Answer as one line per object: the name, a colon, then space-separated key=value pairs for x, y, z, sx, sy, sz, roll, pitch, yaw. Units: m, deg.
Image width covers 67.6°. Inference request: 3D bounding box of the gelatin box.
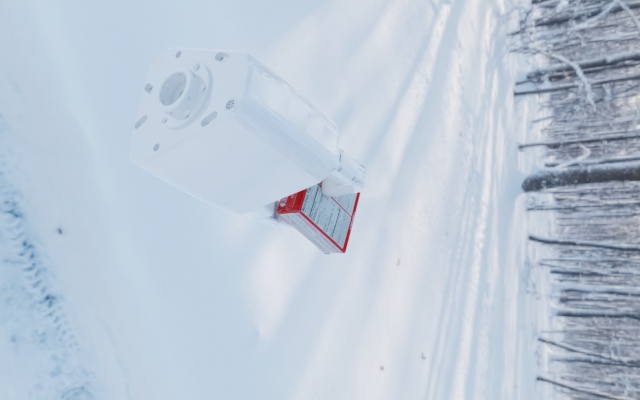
gelatin box: x=0.001 y=0.002 z=0.475 sx=0.030 sy=0.073 sz=0.089 roll=-6 pitch=-35 yaw=36
